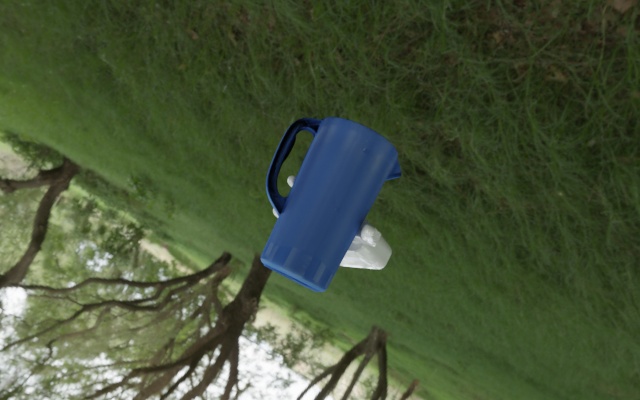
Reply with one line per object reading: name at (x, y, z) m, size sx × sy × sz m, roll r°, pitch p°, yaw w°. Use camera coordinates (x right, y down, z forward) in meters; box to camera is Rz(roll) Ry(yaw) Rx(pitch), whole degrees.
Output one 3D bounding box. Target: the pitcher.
pitcher at (0.000, 0.002, 0.716) m, size 0.149 × 0.242 × 0.145 m, roll 18°, pitch -14°, yaw 36°
